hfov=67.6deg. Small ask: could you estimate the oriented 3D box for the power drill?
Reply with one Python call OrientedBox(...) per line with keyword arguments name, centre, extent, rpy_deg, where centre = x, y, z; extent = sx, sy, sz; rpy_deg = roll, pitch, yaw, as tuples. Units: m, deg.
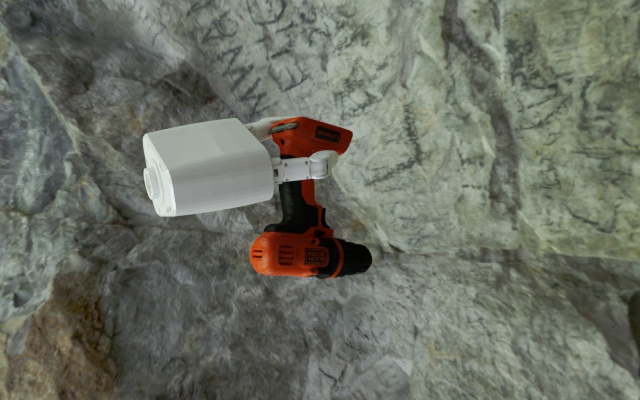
OrientedBox(name="power drill", centre=(0.000, 0.001, 0.586), extent=(0.057, 0.187, 0.184), rpy_deg=(-7, -11, 44))
